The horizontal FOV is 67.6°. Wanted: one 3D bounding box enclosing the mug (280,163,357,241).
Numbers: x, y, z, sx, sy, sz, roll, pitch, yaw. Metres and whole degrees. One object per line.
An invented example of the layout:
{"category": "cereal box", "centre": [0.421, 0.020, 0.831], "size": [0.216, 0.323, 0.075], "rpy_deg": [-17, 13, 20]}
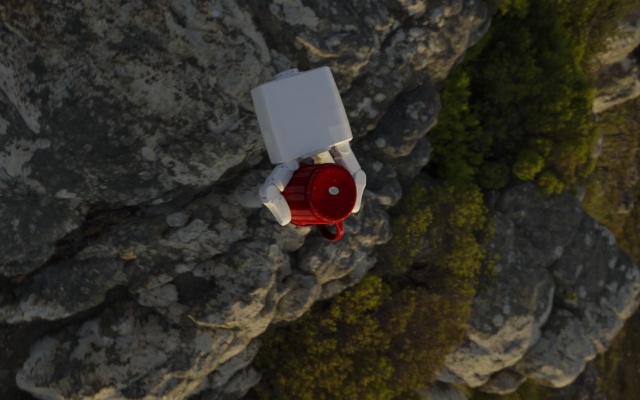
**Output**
{"category": "mug", "centre": [0.001, 0.004, 0.660], "size": [0.093, 0.117, 0.081], "rpy_deg": [-24, 11, -29]}
